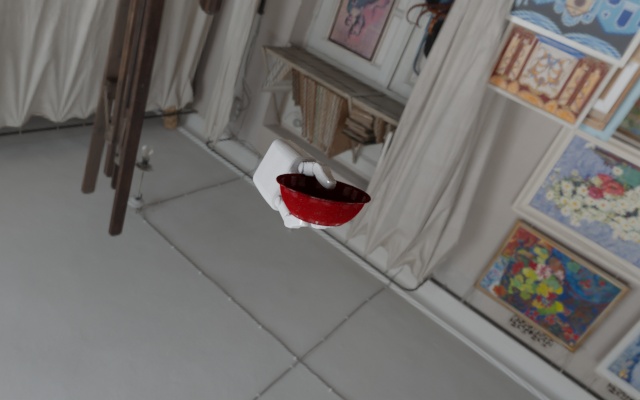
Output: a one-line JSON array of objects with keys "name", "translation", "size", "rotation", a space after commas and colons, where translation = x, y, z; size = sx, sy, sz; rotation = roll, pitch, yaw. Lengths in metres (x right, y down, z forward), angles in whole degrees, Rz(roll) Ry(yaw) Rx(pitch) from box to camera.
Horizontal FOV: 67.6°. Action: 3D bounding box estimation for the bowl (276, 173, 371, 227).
[{"name": "bowl", "translation": [0.000, 0.003, 0.797], "size": [0.162, 0.055, 0.162], "rotation": [12, 14, -3]}]
